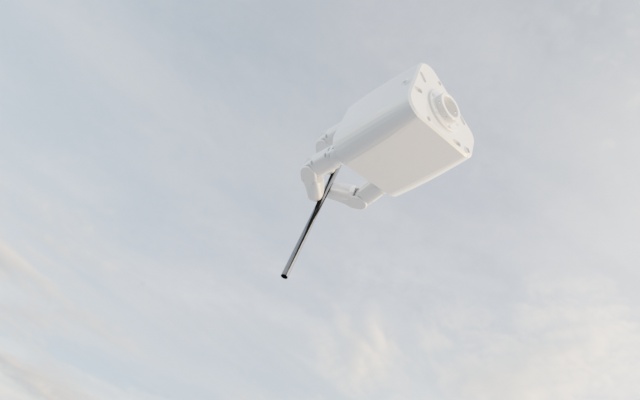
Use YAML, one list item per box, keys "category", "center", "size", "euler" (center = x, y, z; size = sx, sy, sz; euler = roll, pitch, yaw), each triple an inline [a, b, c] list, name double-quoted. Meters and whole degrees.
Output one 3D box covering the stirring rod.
- category: "stirring rod"
  center: [0.000, 0.002, 0.587]
  size: [0.011, 0.011, 0.239]
  euler: [0, 41, 25]
